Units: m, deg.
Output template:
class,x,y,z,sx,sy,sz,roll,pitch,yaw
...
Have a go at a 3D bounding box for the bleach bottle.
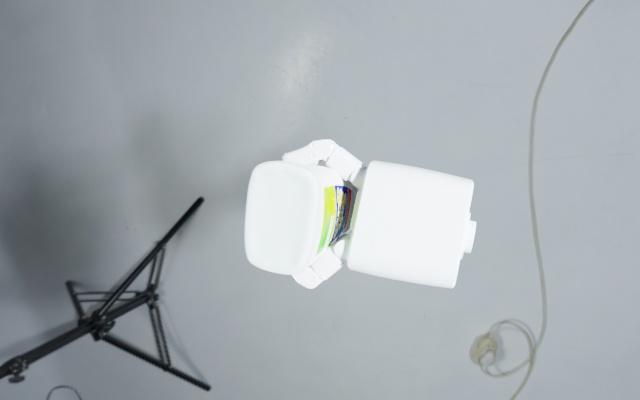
class,x,y,z,sx,sy,sz,roll,pitch,yaw
bleach bottle,0.000,0.002,0.526,0.068,0.102,0.251,11,11,15
